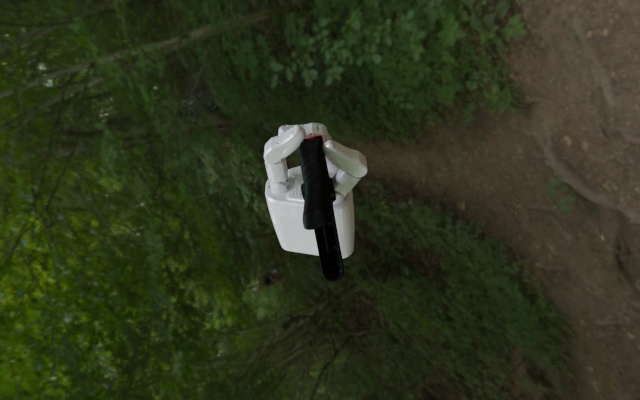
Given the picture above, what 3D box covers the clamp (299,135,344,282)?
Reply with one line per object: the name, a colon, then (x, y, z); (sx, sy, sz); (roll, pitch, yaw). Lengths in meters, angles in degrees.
clamp: (-0.001, 0.002, 0.530); (0.039, 0.120, 0.171); (-5, 45, 3)
